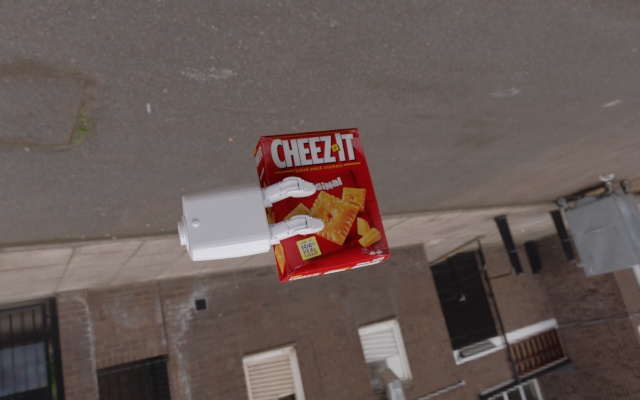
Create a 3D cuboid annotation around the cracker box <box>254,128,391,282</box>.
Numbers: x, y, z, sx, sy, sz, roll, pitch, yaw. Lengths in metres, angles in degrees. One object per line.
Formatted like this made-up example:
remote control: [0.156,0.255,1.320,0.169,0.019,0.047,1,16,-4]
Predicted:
cracker box: [0.000,0.003,0.730,0.164,0.213,0.072,-8,-14,-19]
